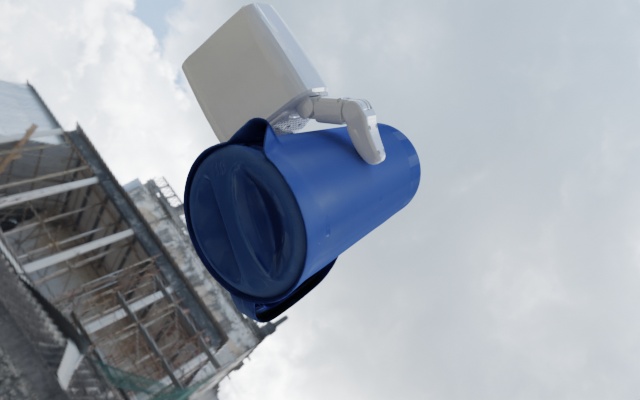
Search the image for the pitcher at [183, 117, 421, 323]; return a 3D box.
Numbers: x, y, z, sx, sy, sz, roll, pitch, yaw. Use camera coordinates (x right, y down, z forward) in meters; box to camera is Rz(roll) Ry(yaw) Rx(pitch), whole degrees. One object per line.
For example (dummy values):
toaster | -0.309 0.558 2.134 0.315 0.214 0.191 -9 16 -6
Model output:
pitcher | 0.000 0.001 0.468 0.149 0.145 0.243 -37 -9 38
